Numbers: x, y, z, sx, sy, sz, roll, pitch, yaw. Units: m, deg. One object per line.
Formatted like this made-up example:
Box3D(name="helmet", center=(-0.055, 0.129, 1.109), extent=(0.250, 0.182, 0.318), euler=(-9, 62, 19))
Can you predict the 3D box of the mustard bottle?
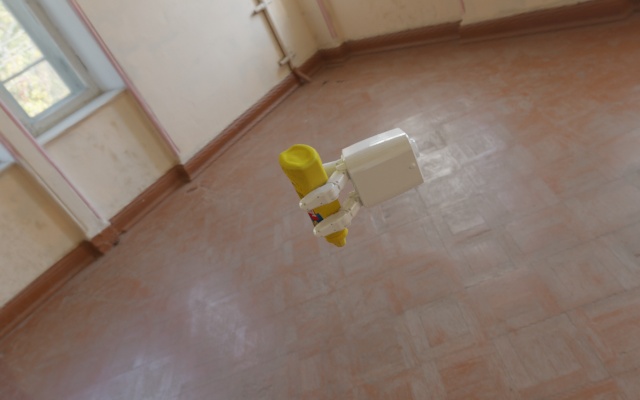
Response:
Box3D(name="mustard bottle", center=(0.000, 0.003, 0.791), extent=(0.058, 0.192, 0.096), euler=(-35, 31, -13))
